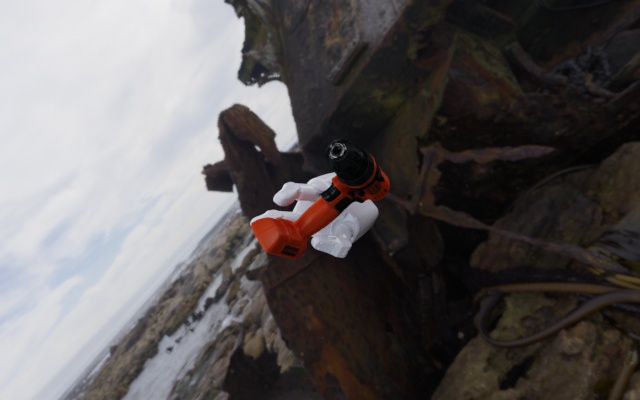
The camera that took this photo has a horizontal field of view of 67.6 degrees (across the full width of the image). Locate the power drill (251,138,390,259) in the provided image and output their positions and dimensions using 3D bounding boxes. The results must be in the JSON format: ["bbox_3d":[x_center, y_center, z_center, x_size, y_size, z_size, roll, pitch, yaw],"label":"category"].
[{"bbox_3d":[0.000,0.002,0.651,0.188,0.057,0.184,-36,-25,11],"label":"power drill"}]
